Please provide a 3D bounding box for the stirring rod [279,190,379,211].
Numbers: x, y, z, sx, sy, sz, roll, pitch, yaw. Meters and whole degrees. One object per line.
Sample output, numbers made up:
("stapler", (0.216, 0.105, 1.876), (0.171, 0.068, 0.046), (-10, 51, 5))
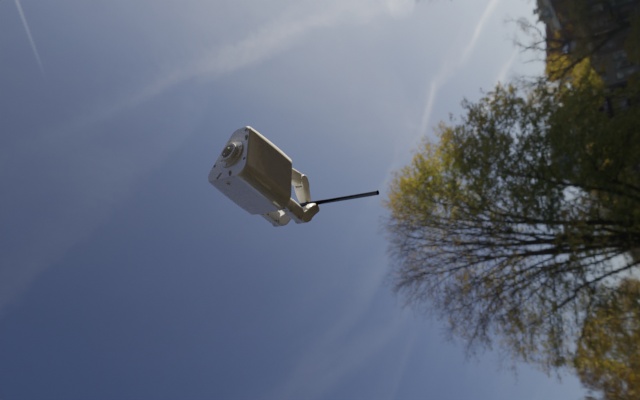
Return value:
("stirring rod", (0.000, 0.003, 0.855), (0.239, 0.011, 0.011), (-10, -6, 38))
